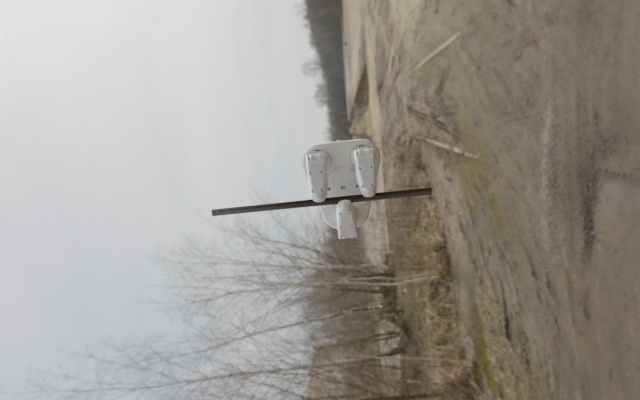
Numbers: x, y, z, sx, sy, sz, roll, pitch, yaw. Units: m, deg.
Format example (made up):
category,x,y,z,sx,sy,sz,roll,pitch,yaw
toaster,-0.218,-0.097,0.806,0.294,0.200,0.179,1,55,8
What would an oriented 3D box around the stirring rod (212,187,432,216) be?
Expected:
category,x,y,z,sx,sy,sz,roll,pitch,yaw
stirring rod,0.000,0.002,0.522,0.239,0.011,0.011,-6,0,3
